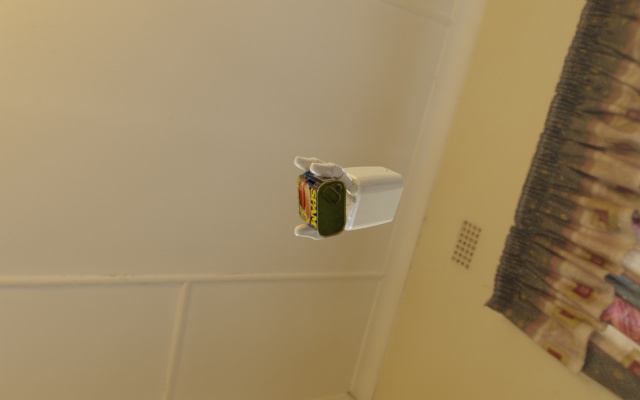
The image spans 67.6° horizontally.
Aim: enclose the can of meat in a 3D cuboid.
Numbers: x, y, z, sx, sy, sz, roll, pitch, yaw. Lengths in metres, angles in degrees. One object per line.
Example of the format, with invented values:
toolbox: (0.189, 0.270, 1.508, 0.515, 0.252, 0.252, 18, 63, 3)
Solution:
can of meat: (0.000, 0.003, 0.851, 0.057, 0.102, 0.084, -11, 23, -27)
